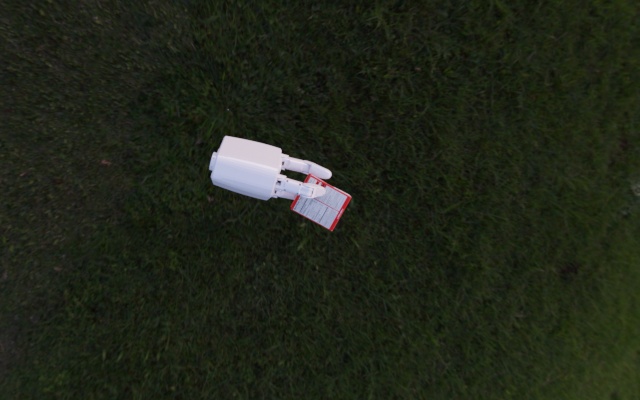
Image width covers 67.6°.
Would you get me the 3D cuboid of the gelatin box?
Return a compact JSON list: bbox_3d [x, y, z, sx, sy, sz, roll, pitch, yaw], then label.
[{"bbox_3d":[0.000,0.003,0.874,0.089,0.073,0.030,28,6,-7],"label":"gelatin box"}]
